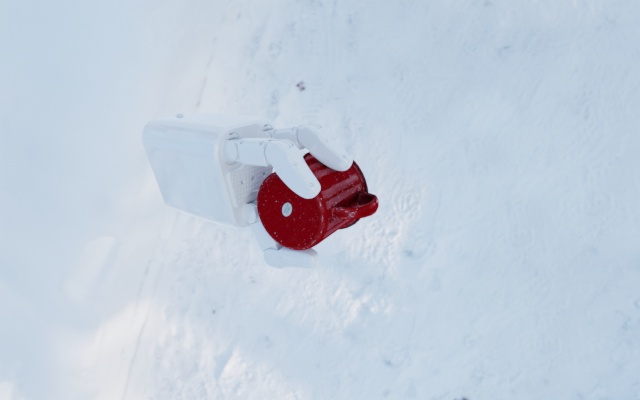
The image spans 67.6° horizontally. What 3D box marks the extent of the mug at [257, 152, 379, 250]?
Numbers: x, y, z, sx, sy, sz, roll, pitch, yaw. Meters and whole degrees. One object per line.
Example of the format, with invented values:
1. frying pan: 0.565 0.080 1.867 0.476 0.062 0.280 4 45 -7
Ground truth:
1. mug: 0.001 0.002 0.477 0.117 0.093 0.081 11 23 29
